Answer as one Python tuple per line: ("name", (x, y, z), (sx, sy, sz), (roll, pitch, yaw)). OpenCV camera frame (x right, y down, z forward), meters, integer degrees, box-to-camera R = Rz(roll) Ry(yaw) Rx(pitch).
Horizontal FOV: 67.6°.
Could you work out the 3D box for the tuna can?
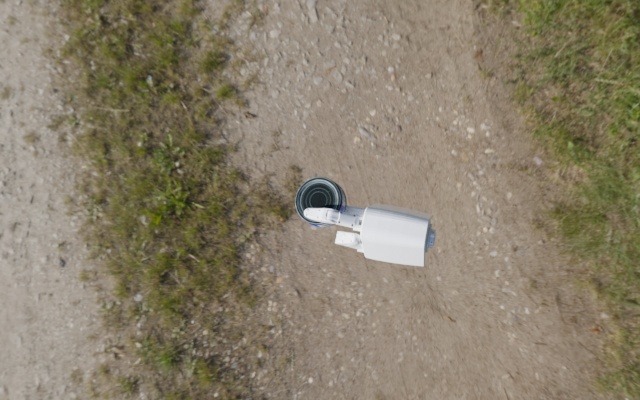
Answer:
("tuna can", (0.000, 0.003, 0.829), (0.086, 0.086, 0.034), (0, -10, 18))
